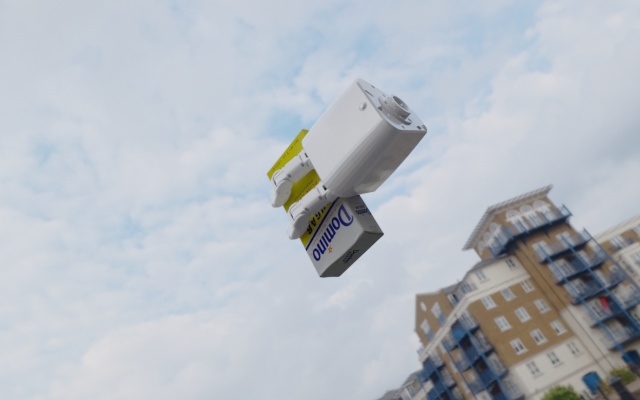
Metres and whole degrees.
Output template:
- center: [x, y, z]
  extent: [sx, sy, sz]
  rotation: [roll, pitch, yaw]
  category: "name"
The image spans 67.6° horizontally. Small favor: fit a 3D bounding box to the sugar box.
- center: [0.000, 0.002, 0.619]
  extent: [0.048, 0.176, 0.093]
  rotation: [9, -47, -45]
  category: "sugar box"
